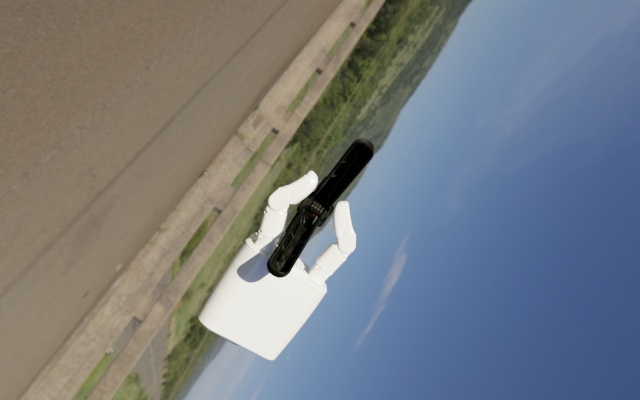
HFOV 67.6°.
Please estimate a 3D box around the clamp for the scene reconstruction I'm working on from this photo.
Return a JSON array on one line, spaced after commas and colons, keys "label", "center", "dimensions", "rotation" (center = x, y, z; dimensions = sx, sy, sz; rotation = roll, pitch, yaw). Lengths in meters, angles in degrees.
[{"label": "clamp", "center": [0.001, 0.002, 0.561], "dimensions": [0.036, 0.164, 0.210], "rotation": [37, 3, -3]}]
